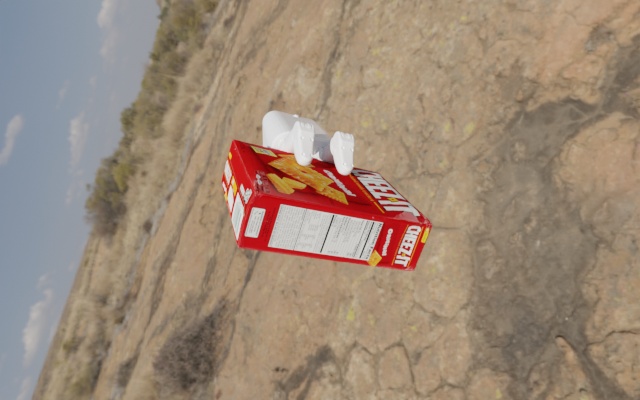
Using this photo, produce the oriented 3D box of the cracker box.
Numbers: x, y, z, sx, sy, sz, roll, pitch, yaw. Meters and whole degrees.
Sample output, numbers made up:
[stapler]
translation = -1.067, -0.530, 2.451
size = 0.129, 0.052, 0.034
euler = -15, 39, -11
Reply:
[cracker box]
translation = 0.000, 0.002, 0.571
size = 0.214, 0.072, 0.164
euler = 10, 22, -22
